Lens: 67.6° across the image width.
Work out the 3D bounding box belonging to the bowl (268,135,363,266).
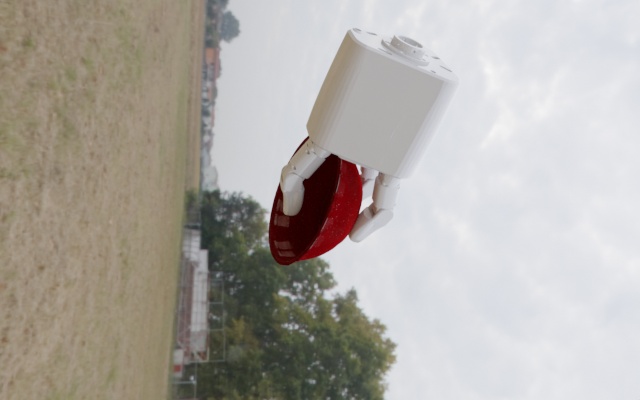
[{"bbox_3d":[0.000,0.003,0.545,0.055,0.162,0.162,20,-9,-26],"label":"bowl"}]
